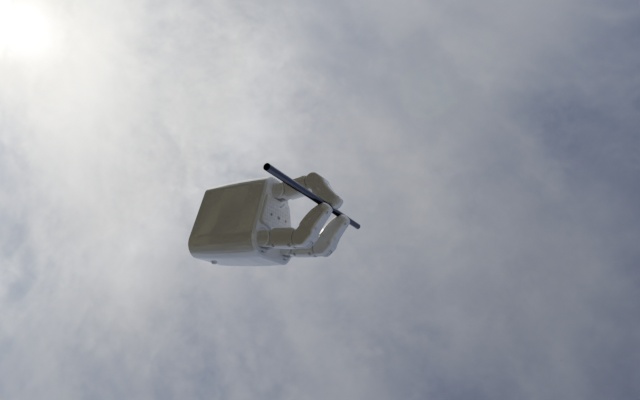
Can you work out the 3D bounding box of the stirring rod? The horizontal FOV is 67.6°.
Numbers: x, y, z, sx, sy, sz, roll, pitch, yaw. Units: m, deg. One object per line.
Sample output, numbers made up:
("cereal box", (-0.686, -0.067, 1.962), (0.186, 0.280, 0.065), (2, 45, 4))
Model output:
("stirring rod", (0.000, 0.002, 0.562), (0.011, 0.011, 0.239), (0, -17, 27))
